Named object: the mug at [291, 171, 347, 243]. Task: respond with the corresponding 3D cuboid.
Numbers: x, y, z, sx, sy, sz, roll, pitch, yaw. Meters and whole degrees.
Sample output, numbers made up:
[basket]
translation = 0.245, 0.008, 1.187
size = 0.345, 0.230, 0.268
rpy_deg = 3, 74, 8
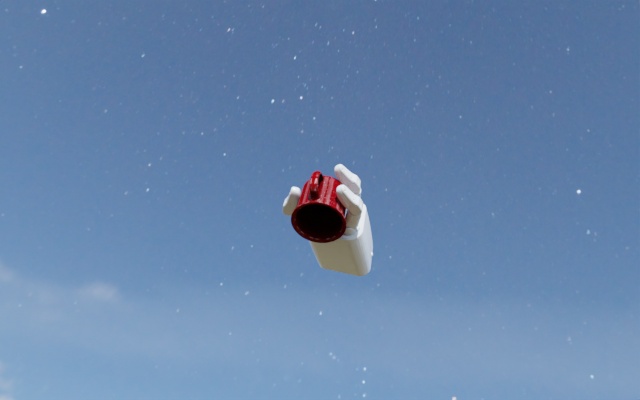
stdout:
[mug]
translation = 0.000, 0.001, 0.806
size = 0.093, 0.117, 0.081
rpy_deg = -4, 40, 15
